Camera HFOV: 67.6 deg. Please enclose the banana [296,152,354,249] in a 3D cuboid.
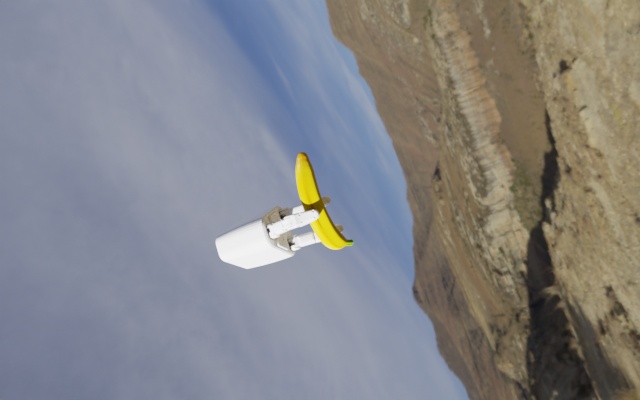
[{"bbox_3d":[-0.003,0.013,0.838,0.037,0.198,0.069,-20,17,23],"label":"banana"}]
